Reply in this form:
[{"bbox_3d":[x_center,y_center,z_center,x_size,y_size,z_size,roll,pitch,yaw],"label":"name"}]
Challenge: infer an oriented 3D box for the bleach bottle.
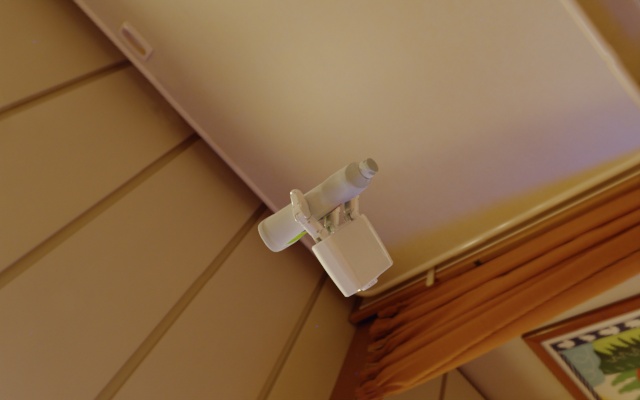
[{"bbox_3d":[0.000,0.003,0.861,0.251,0.068,0.102,-36,-5,36],"label":"bleach bottle"}]
